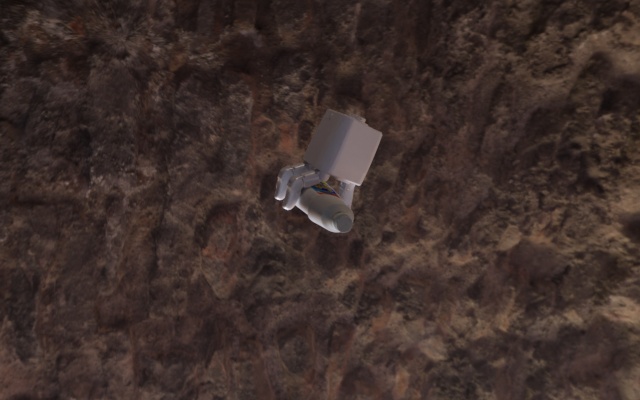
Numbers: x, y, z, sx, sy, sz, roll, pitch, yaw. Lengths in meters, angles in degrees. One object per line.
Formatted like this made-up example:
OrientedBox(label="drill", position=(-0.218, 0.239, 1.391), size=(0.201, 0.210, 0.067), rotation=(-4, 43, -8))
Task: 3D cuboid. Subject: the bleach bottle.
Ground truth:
OrientedBox(label="bleach bottle", position=(0.000, 0.003, 0.871), size=(0.102, 0.068, 0.250), rotation=(19, 9, -27))
